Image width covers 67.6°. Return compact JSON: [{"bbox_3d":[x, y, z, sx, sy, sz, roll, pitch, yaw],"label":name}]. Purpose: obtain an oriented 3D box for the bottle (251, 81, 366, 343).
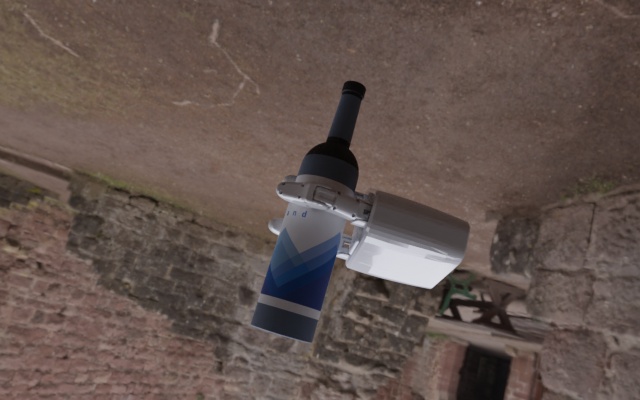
[{"bbox_3d":[0.000,0.002,0.530,0.069,0.295,0.069,16,-14,4],"label":"bottle"}]
